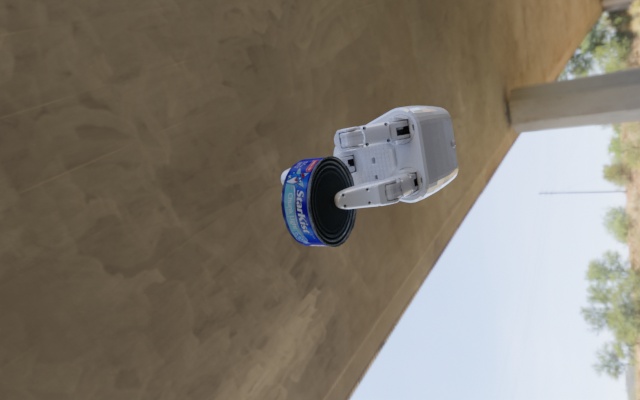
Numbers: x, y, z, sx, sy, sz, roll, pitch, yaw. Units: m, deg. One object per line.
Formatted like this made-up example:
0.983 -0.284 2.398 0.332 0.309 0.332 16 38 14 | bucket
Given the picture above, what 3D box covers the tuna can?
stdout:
0.000 0.002 0.458 0.034 0.086 0.086 -2 -1 33 | tuna can
